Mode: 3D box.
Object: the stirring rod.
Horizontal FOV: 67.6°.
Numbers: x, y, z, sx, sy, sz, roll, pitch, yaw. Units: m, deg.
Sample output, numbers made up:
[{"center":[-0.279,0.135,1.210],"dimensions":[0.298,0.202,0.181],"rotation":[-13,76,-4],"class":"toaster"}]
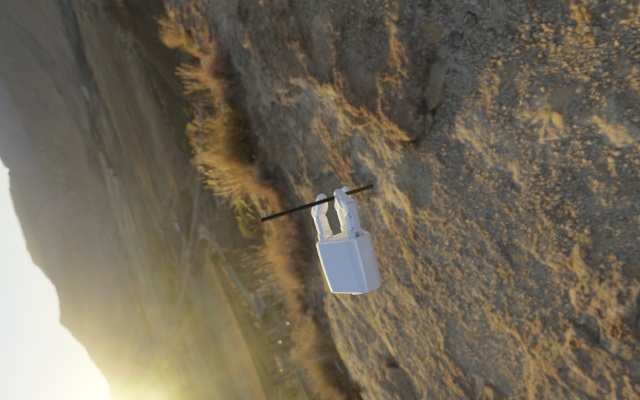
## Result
[{"center":[0.000,0.003,0.897],"dimensions":[0.239,0.011,0.011],"rotation":[-17,8,-26],"class":"stirring rod"}]
